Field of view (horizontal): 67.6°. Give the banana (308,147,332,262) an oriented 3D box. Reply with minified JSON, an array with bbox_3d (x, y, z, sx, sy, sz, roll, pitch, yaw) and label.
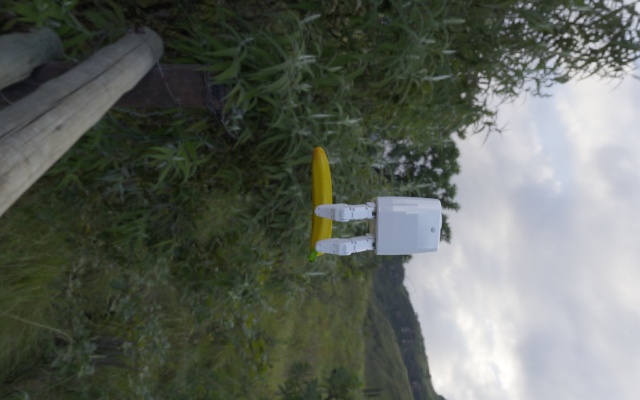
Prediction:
[{"bbox_3d":[0.001,0.009,0.833,0.037,0.197,0.069,0,-9,5],"label":"banana"}]
